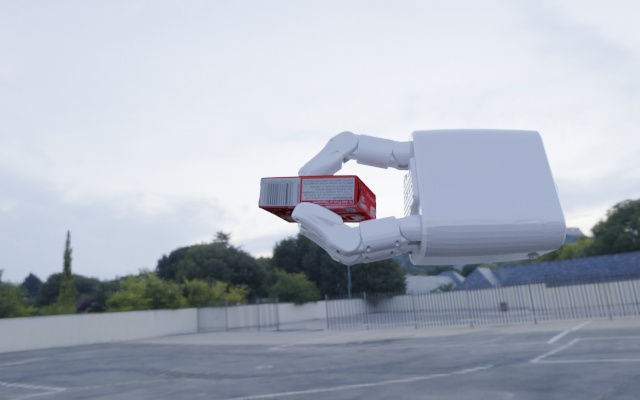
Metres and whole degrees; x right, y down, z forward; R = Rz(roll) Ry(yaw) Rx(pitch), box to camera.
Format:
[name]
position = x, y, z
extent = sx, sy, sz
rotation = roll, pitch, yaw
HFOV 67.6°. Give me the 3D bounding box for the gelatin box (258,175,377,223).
[gelatin box]
position = 0.000, 0.001, 0.422
extent = 0.089, 0.030, 0.073
rotation = 0, -13, 17
